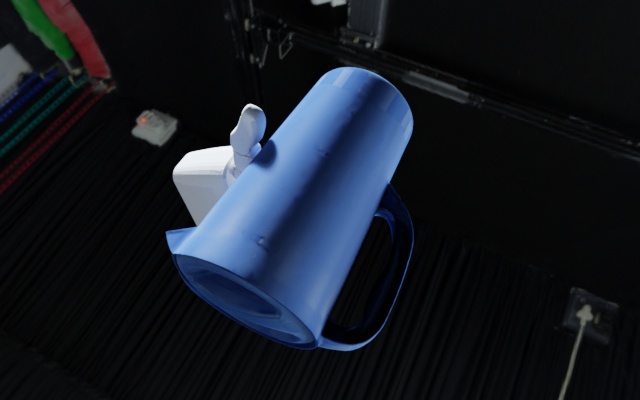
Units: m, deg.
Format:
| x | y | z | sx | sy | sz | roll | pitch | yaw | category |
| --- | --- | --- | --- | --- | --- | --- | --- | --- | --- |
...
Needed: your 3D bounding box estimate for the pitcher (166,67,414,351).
| x | y | z | sx | sy | sz | roll | pitch | yaw | category |
| --- | --- | --- | --- | --- | --- | --- | --- | --- | --- |
| 0.000 | 0.001 | 0.426 | 0.145 | 0.242 | 0.149 | 0 | -41 | 45 | pitcher |
